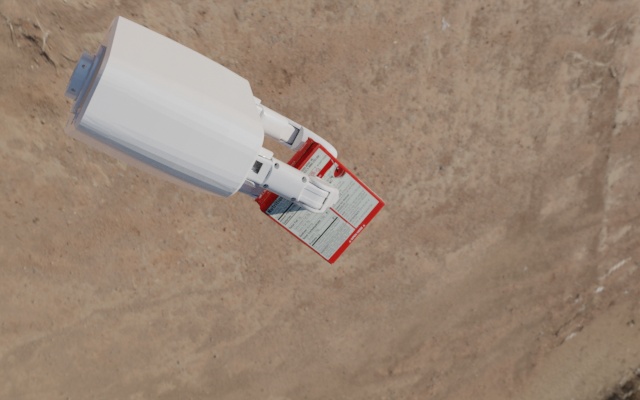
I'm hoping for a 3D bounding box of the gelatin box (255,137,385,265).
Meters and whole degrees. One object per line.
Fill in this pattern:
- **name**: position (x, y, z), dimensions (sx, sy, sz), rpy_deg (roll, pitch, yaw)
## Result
- **gelatin box**: position (0.000, 0.002, 0.413), dimensions (0.089, 0.073, 0.030), rpy_deg (40, 2, -26)
